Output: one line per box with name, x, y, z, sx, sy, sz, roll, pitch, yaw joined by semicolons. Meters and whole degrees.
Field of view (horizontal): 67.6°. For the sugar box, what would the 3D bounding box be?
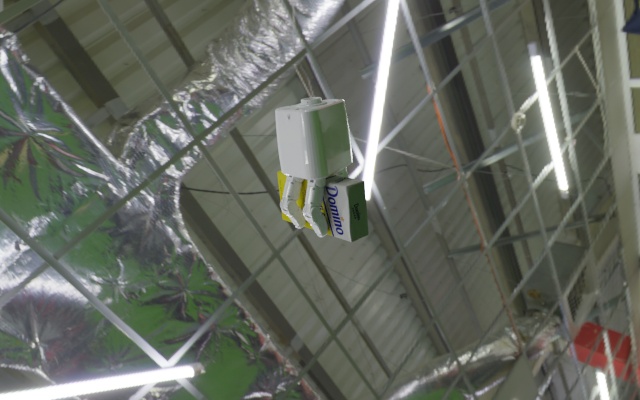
sugar box;0.000;0.003;0.793;0.048;0.093;0.176;-19;22;-36
